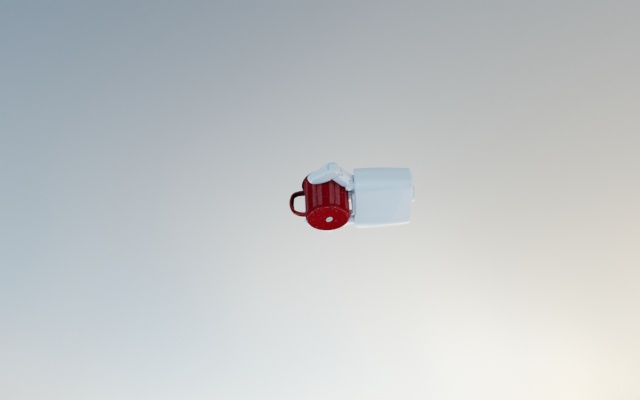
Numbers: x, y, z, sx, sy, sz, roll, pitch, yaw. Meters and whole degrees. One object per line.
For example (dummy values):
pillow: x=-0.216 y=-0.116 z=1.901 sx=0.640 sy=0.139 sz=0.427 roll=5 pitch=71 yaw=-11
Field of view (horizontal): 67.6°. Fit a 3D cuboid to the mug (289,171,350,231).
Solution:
mug: x=-0.001 y=0.003 z=0.887 sx=0.117 sy=0.081 sz=0.093 roll=-3 pitch=-37 yaw=1
